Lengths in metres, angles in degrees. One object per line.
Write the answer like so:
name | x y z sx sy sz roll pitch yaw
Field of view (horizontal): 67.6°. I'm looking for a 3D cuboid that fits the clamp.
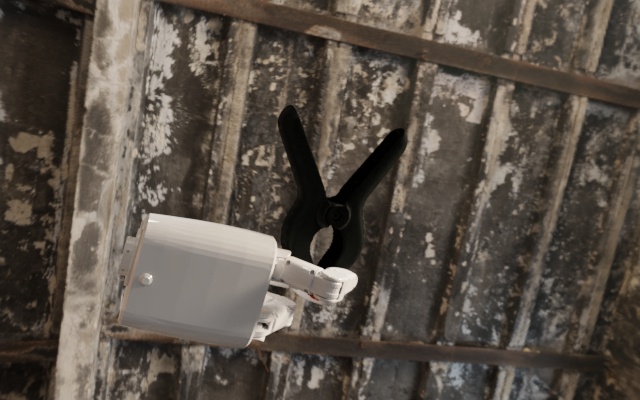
clamp | 0.000 0.001 0.421 0.120 0.171 0.039 17 5 -18
